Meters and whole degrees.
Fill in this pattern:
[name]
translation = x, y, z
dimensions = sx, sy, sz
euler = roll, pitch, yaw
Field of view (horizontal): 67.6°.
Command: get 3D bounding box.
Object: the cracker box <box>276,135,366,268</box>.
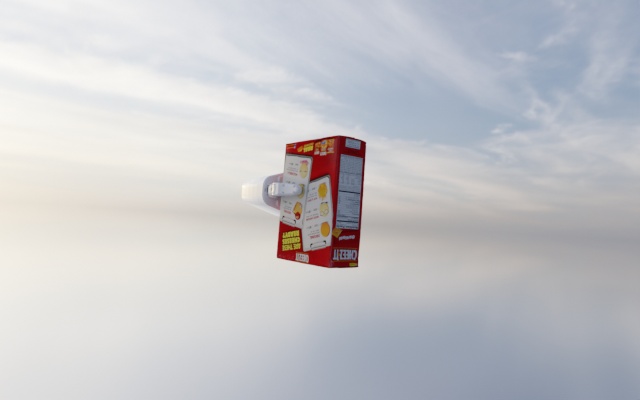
[cracker box]
translation = 0.000, 0.003, 0.831
dimensions = 0.072, 0.213, 0.164
euler = 5, -3, -36
